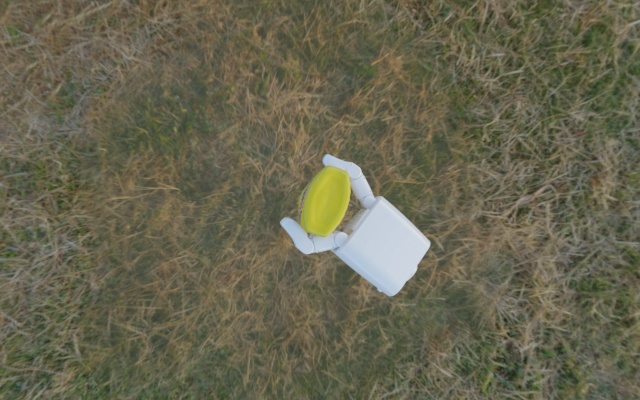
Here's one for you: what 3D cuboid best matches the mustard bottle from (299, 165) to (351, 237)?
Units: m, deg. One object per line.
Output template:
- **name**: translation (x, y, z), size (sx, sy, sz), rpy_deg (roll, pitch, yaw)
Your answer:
- **mustard bottle**: translation (0.000, 0.002, 0.724), size (0.058, 0.096, 0.191), rpy_deg (18, -2, -5)
